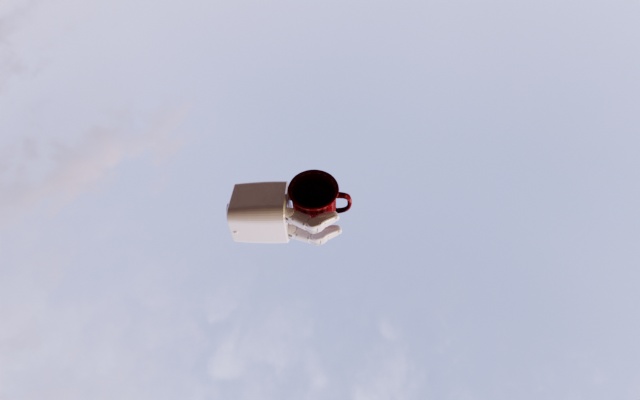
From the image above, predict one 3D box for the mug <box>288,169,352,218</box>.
[{"bbox_3d":[0.002,0.003,0.892,0.117,0.093,0.082,0,-36,2],"label":"mug"}]
